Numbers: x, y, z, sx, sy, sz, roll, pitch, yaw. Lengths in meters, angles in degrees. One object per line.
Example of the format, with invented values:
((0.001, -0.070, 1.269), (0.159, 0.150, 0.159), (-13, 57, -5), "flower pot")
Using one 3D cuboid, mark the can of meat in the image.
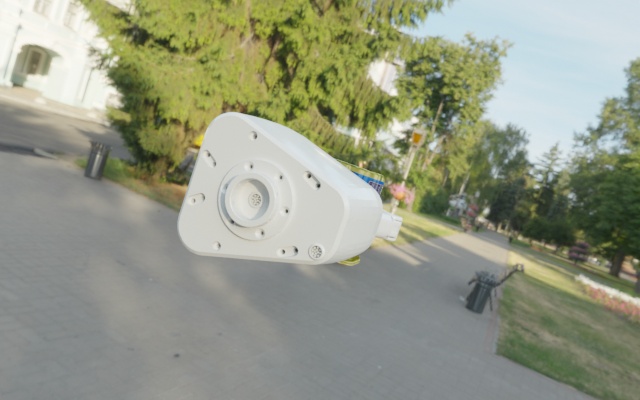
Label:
((0.000, 0.001, 0.441), (0.102, 0.084, 0.057), (21, 5, 19), "can of meat")
